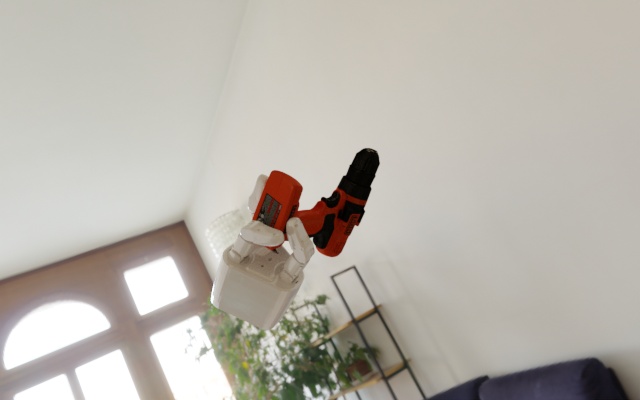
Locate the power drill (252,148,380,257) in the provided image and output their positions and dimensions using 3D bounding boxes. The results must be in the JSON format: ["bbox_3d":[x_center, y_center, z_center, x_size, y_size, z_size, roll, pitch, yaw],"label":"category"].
[{"bbox_3d":[0.000,0.002,0.690,0.187,0.184,0.057,4,24,-48],"label":"power drill"}]
